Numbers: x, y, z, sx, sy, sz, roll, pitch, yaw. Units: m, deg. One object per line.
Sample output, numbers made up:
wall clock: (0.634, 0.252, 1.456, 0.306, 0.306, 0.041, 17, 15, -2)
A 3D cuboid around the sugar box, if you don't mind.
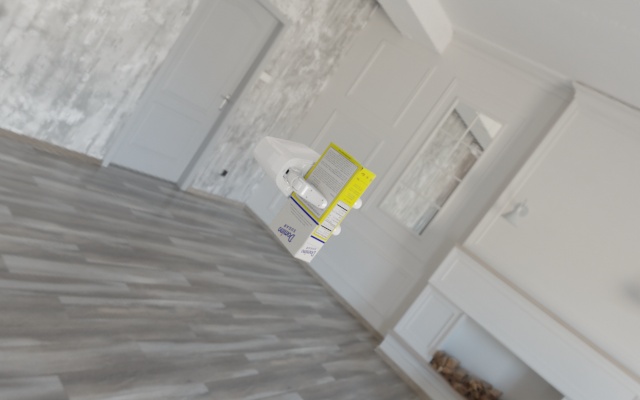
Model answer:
sugar box: (0.000, 0.003, 0.765, 0.048, 0.176, 0.093, 28, 12, -44)
